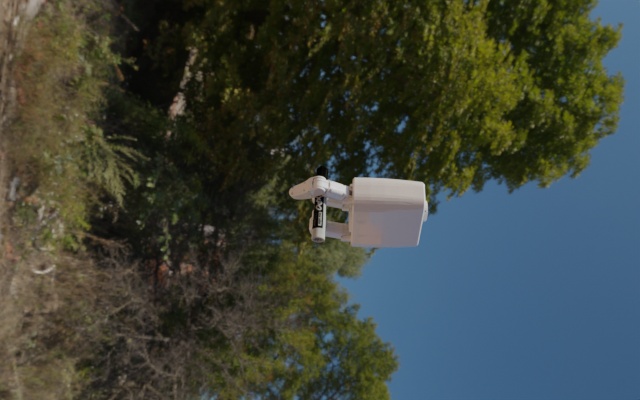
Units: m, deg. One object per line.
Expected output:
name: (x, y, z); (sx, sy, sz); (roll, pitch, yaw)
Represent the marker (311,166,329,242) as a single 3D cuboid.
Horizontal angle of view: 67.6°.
marker: (0.000, 0.002, 0.696); (0.020, 0.121, 0.020); (3, -28, 2)
